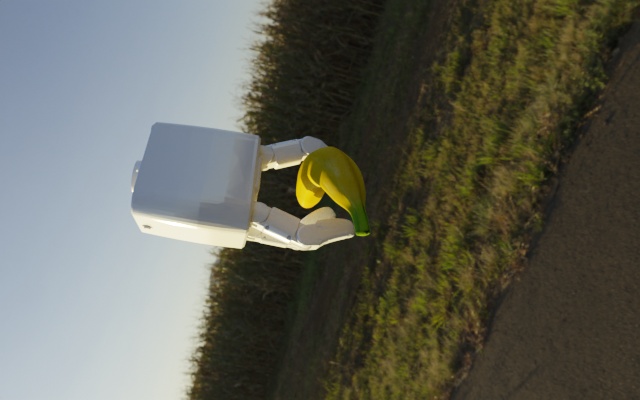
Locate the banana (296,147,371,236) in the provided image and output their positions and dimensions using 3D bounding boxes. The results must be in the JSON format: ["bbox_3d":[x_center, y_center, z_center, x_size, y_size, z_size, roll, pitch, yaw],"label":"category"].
[{"bbox_3d":[0.002,-0.017,0.455,0.037,0.069,0.198,3,6,-14],"label":"banana"}]
